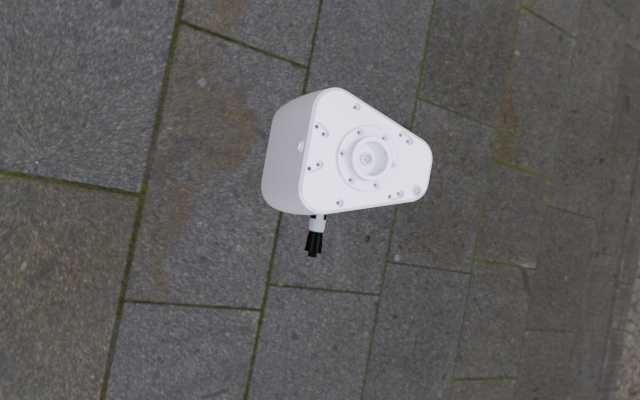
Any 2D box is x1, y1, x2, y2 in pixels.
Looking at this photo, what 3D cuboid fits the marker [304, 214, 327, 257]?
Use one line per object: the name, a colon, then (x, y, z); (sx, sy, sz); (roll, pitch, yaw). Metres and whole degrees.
marker: (0.000, 0.002, 0.520); (0.020, 0.121, 0.020); (9, 0, 0)
